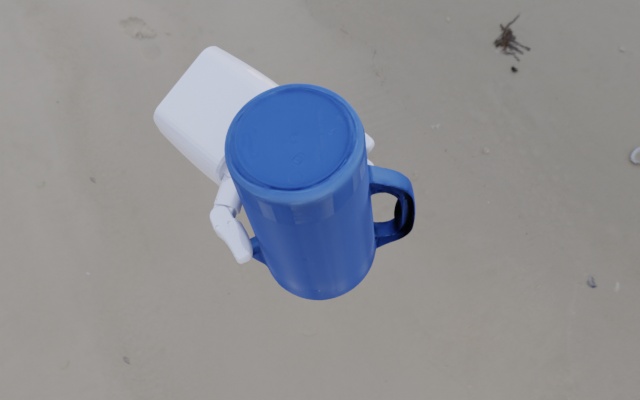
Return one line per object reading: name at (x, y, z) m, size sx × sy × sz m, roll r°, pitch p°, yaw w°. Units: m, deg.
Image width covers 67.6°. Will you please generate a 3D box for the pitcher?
pitcher at (0.000, 0.001, 0.460) m, size 0.145 × 0.149 × 0.243 m, roll 37°, pitch -17°, yaw 19°
